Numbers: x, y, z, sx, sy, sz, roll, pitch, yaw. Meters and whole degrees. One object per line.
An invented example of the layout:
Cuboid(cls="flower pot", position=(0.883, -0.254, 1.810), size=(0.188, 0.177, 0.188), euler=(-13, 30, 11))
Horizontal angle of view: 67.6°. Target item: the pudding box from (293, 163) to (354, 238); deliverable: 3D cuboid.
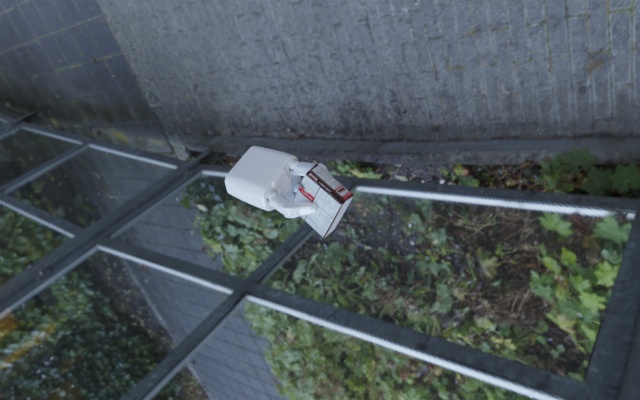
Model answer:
Cuboid(cls="pudding box", position=(0.000, 0.003, 0.860), size=(0.039, 0.090, 0.114), euler=(-41, -14, -37))
